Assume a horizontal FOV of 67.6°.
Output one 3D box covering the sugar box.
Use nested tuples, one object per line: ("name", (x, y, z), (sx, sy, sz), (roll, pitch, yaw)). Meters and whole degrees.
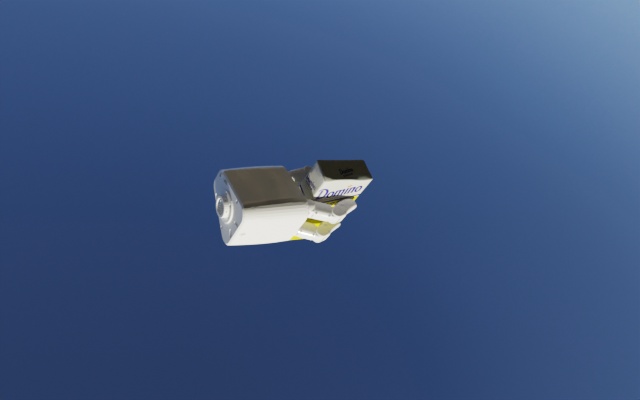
("sugar box", (0.000, 0.003, 0.784), (0.093, 0.048, 0.176), (-4, -30, -34))
